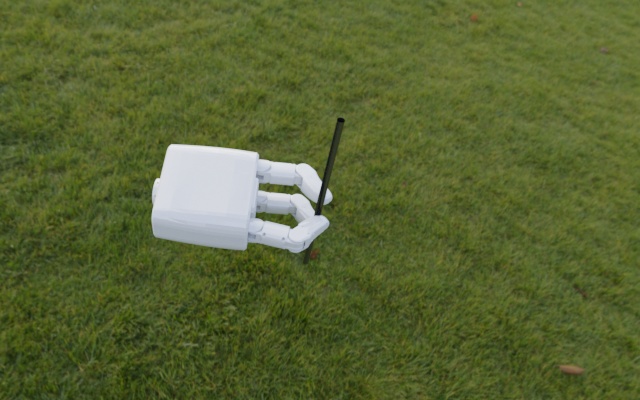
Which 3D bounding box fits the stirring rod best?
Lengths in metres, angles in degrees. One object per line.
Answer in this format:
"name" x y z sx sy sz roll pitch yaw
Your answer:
"stirring rod" 0.000 0.002 0.555 0.011 0.011 0.240 0 -42 -13
